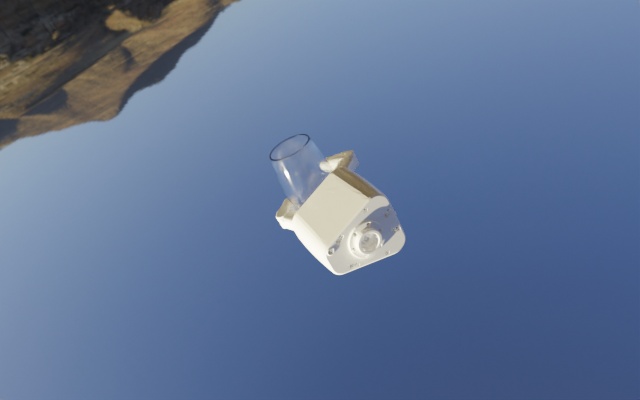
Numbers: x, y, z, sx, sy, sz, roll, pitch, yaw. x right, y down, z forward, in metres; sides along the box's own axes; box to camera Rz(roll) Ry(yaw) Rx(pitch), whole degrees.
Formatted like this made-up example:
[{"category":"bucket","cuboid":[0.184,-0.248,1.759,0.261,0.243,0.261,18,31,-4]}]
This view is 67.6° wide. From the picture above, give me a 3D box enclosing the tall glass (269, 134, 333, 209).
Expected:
[{"category":"tall glass","cuboid":[0.000,0.003,0.700,0.079,0.201,0.079,-22,30,13]}]
